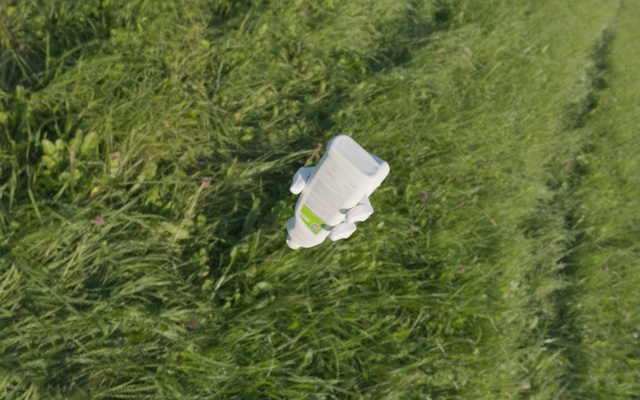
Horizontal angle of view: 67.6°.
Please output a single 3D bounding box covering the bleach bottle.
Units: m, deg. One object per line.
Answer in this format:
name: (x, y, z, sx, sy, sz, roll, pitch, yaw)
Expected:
bleach bottle: (0.000, 0.003, 0.863, 0.251, 0.102, 0.068, -51, -6, 40)
